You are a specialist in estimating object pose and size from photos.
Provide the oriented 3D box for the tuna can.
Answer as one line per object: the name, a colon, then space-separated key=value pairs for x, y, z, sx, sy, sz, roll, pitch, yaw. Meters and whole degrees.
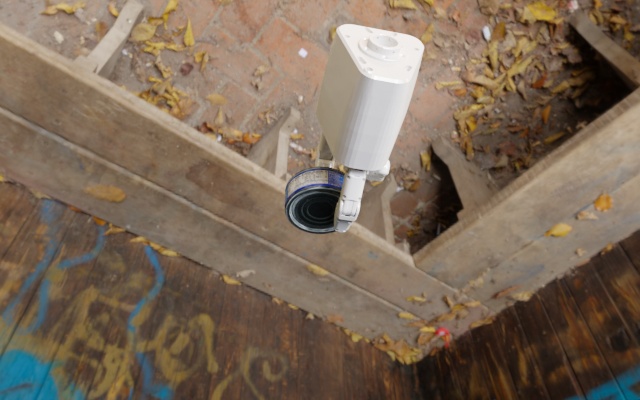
tuna can: x=0.000 y=0.002 z=0.569 sx=0.086 sy=0.033 sz=0.086 roll=0 pitch=-43 yaw=0
